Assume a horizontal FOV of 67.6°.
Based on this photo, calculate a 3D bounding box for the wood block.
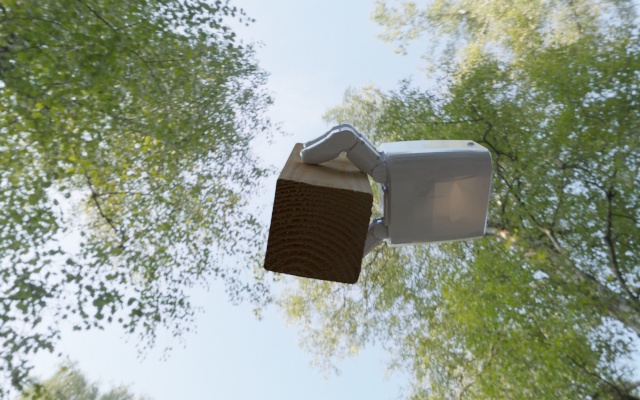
[{"bbox_3d":[0.000,0.002,0.524,0.090,0.091,0.206,9,15,-1],"label":"wood block"}]
